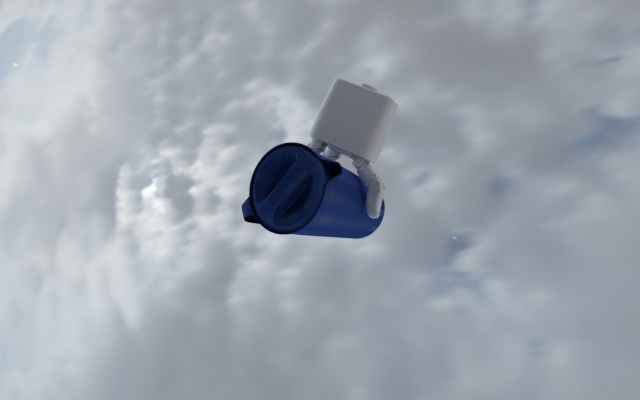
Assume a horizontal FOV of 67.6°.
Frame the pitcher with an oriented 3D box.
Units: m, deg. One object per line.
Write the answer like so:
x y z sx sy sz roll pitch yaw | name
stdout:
0.000 0.002 0.774 0.149 0.145 0.243 26 5 32 | pitcher
